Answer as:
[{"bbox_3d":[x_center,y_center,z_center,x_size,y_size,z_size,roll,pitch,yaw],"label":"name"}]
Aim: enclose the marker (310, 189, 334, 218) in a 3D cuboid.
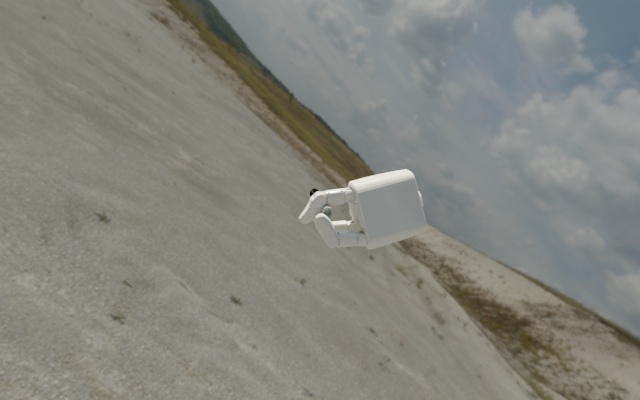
[{"bbox_3d":[0.000,0.003,0.831,0.020,0.020,0.121,0,16,-12],"label":"marker"}]
